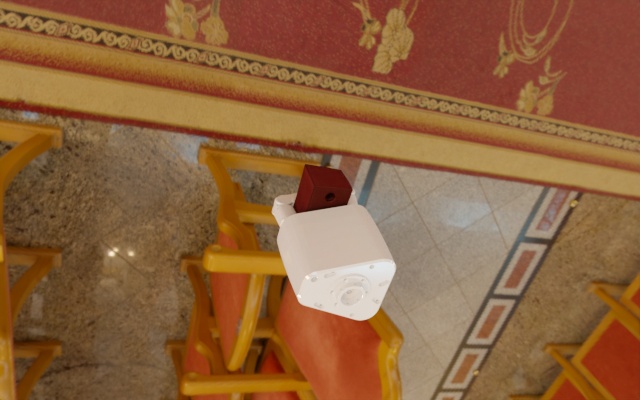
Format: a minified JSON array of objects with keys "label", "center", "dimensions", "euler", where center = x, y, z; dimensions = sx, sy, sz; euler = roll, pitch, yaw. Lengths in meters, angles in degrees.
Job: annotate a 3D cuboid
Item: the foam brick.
[{"label":"foam brick","center":[0.000,0.002,0.608],"dimensions":[0.053,0.078,0.051],"euler":[5,30,-21]}]
